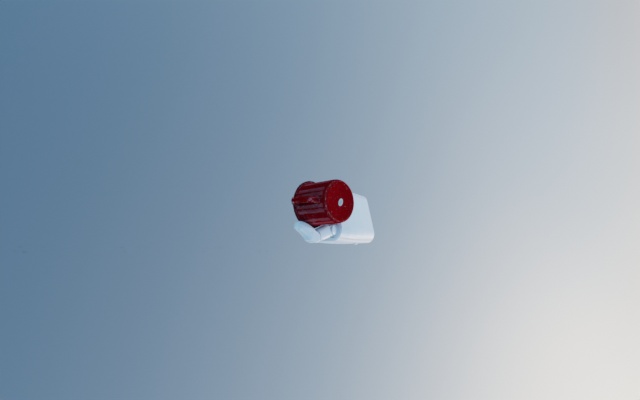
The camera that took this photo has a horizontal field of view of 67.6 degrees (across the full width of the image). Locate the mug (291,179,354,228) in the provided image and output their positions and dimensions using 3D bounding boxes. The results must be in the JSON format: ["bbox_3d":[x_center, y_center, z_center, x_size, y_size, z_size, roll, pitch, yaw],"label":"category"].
[{"bbox_3d":[-0.001,0.003,0.892,0.117,0.093,0.081,10,-12,-42],"label":"mug"}]
